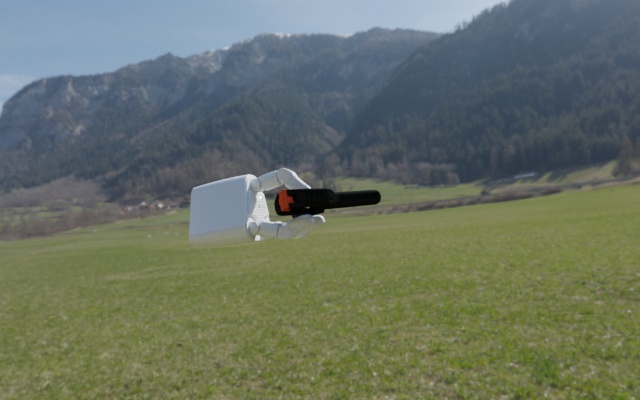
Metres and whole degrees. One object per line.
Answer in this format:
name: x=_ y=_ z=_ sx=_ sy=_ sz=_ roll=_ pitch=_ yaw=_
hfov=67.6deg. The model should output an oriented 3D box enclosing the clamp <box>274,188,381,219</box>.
clamp: x=0.000 y=0.002 z=0.739 sx=0.164 sy=0.036 sz=0.210 roll=-13 pitch=-8 yaw=16
